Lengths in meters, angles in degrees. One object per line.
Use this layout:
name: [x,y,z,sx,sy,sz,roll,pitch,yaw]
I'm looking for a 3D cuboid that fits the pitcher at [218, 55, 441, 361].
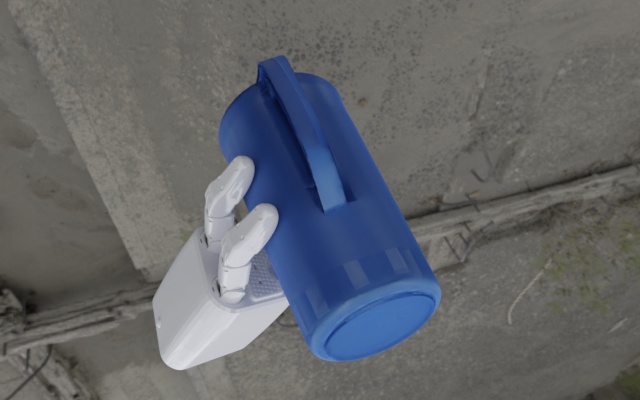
pitcher: [0.000,0.001,0.412,0.149,0.242,0.145,16,-54,-42]
